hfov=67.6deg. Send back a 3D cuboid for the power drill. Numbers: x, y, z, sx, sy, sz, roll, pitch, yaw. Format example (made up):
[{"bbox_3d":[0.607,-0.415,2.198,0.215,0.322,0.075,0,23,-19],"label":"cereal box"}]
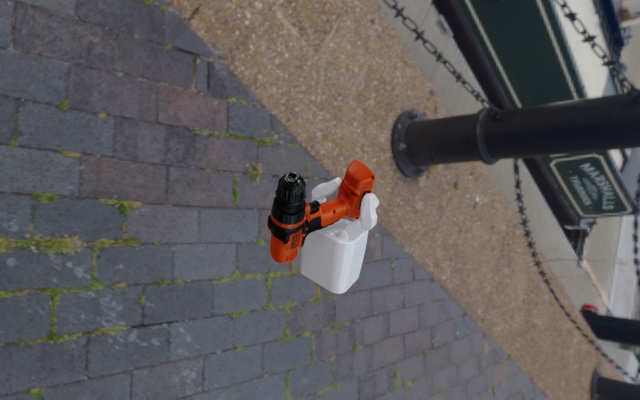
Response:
[{"bbox_3d":[0.000,0.003,0.762,0.187,0.185,0.057,-26,58,-31],"label":"power drill"}]
